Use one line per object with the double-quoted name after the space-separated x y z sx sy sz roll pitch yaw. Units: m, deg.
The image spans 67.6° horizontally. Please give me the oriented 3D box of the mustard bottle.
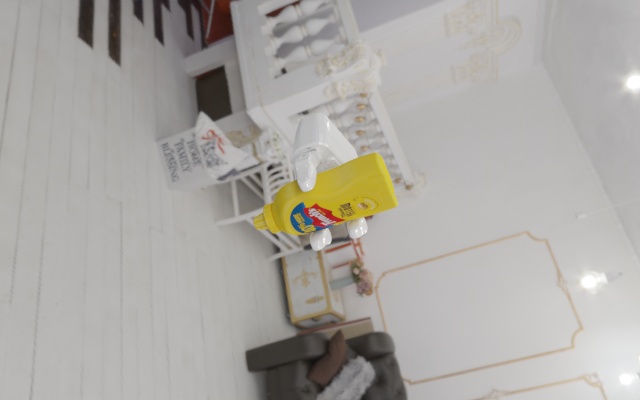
0.000 0.002 0.633 0.191 0.058 0.096 -18 -32 12 "mustard bottle"
